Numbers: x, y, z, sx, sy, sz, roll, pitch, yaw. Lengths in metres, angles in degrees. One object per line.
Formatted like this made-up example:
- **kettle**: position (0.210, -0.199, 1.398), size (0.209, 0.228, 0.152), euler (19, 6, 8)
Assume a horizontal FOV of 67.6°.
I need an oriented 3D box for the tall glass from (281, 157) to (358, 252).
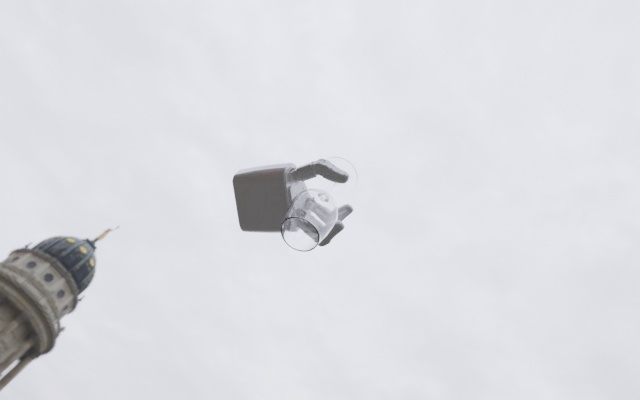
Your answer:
- **tall glass**: position (0.000, 0.002, 0.786), size (0.079, 0.079, 0.201), euler (0, 29, 21)
